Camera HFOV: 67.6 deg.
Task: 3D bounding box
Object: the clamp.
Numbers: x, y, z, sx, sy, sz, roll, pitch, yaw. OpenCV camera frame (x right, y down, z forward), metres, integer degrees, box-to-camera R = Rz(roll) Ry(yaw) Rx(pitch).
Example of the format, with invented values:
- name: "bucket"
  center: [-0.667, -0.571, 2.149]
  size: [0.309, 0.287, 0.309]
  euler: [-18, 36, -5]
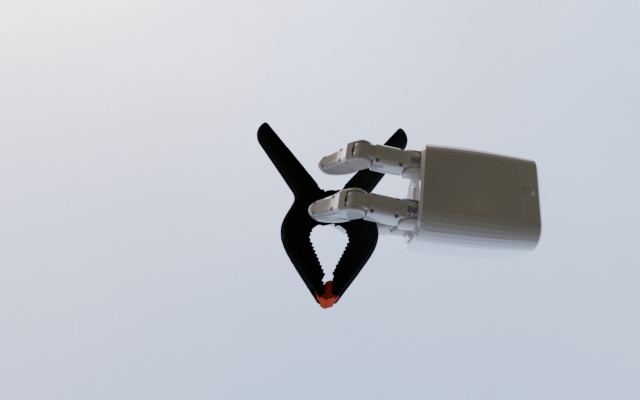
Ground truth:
- name: "clamp"
  center: [0.000, 0.002, 0.483]
  size: [0.164, 0.209, 0.036]
  euler: [8, -30, 4]
